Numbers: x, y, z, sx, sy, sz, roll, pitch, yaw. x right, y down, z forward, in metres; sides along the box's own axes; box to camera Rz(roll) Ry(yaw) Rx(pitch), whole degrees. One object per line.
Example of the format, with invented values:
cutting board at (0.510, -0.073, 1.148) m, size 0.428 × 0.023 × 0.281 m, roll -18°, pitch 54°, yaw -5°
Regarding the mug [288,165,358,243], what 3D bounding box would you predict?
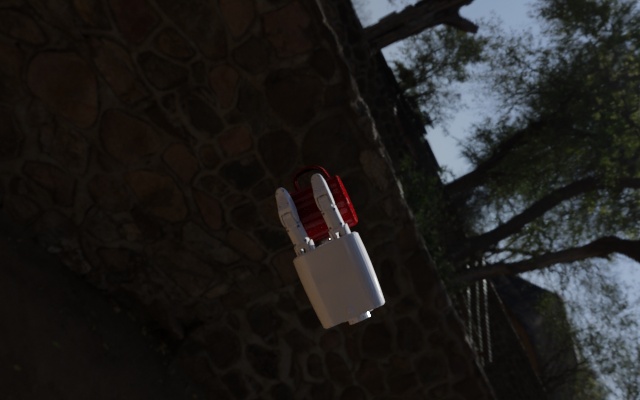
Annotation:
mug at (0.000, 0.001, 0.724) m, size 0.081 × 0.117 × 0.093 m, roll -24°, pitch -10°, yaw 6°
